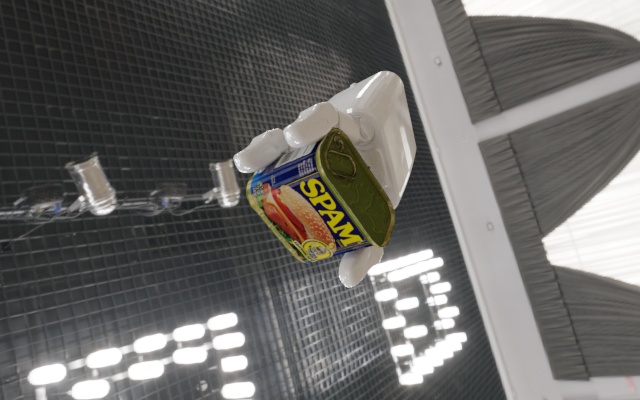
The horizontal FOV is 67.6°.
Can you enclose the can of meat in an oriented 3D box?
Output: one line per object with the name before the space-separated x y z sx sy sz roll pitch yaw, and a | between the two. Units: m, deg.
can of meat | 0.000 0.002 0.404 0.084 0.102 0.057 -20 28 35
